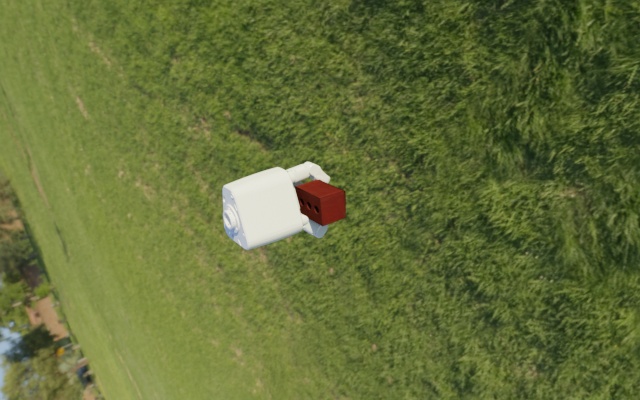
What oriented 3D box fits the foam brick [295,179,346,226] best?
[{"bbox_3d":[0.000,0.003,0.818,0.051,0.053,0.078,-18,26,-31],"label":"foam brick"}]
